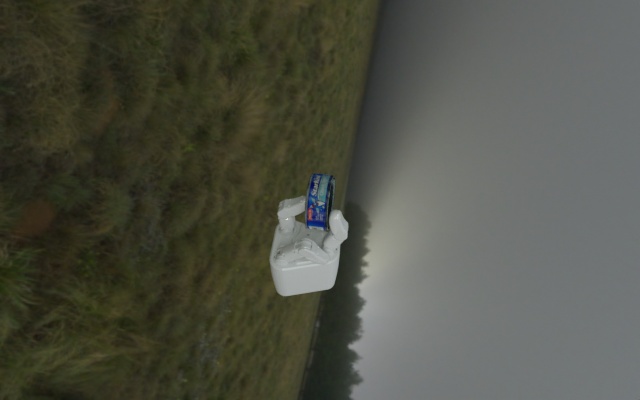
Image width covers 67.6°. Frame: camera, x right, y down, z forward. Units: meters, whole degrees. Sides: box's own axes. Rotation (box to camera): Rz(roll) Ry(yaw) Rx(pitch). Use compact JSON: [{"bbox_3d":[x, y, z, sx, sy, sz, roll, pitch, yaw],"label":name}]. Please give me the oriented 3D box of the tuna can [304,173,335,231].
[{"bbox_3d":[0.001,0.002,0.722,0.034,0.086,0.086,6,1,7],"label":"tuna can"}]
